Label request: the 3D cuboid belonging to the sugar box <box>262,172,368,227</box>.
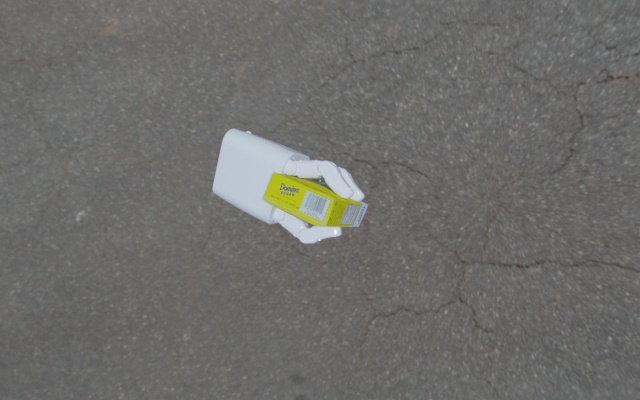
[{"bbox_3d":[0.000,0.002,0.675,0.093,0.048,0.176,25,8,18],"label":"sugar box"}]
